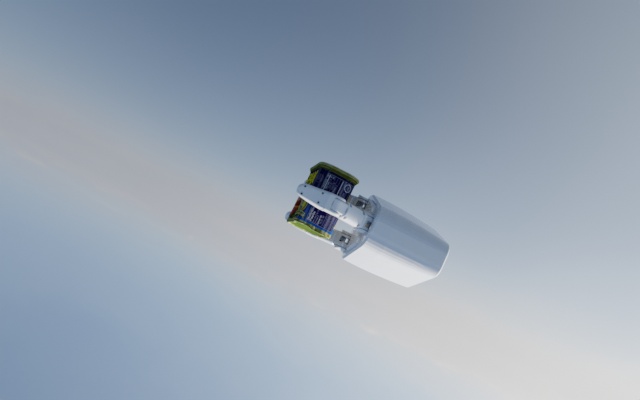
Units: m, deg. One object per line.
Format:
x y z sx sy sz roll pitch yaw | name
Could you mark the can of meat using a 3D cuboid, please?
0.000 0.002 0.634 0.057 0.084 0.102 27 -7 -9 | can of meat
